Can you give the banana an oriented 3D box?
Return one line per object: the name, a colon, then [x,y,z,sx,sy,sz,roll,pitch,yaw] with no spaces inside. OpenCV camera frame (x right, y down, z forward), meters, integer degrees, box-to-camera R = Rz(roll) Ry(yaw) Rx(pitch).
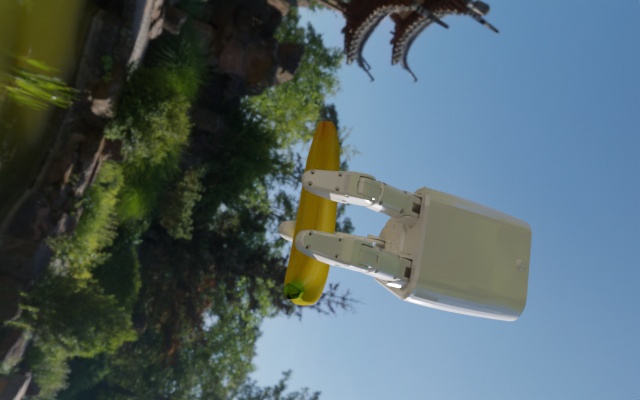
banana: [-0.003,0.016,0.424,0.037,0.197,0.070,11,-41,-3]
